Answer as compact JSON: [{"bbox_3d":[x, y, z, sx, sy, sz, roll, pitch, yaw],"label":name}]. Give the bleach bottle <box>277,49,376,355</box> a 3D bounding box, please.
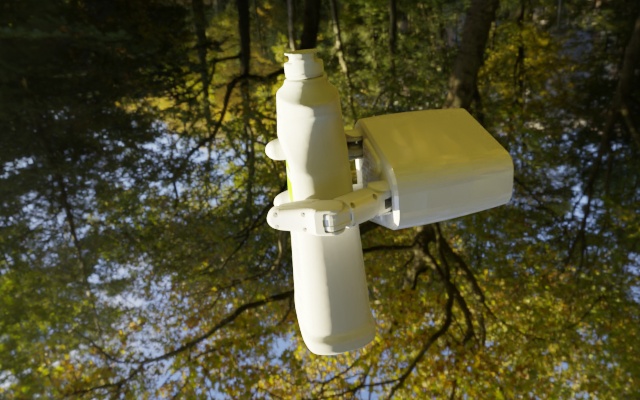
[{"bbox_3d":[0.000,0.001,0.414,0.068,0.251,0.102,-10,23,-9],"label":"bleach bottle"}]
